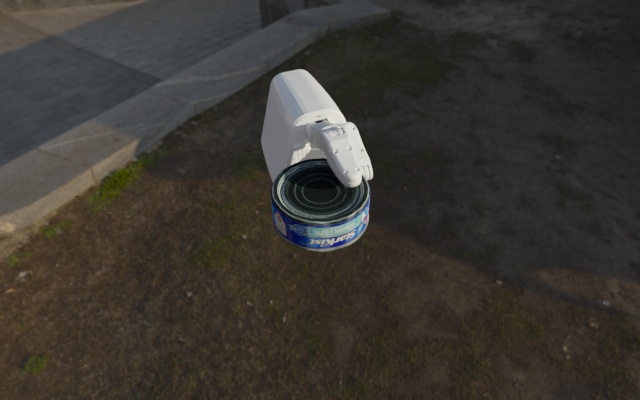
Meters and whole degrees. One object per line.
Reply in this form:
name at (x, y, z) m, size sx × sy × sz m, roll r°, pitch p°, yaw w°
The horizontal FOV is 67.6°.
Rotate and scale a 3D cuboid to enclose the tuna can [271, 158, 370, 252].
tuna can at (0.000, 0.001, 0.413) m, size 0.086 × 0.034 × 0.086 m, roll 0°, pitch 43°, yaw 0°
